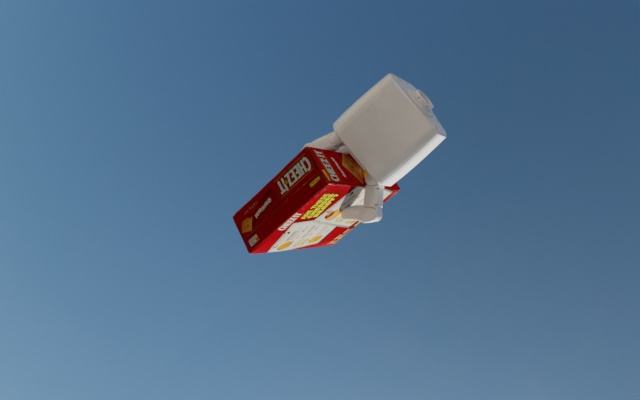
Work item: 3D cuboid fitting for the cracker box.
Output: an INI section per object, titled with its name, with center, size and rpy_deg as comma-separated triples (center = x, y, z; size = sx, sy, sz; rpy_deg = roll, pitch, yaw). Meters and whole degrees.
[cracker box]
center = 0.000, 0.002, 0.718
size = 0.164, 0.072, 0.214
rpy_deg = -41, -23, 26
